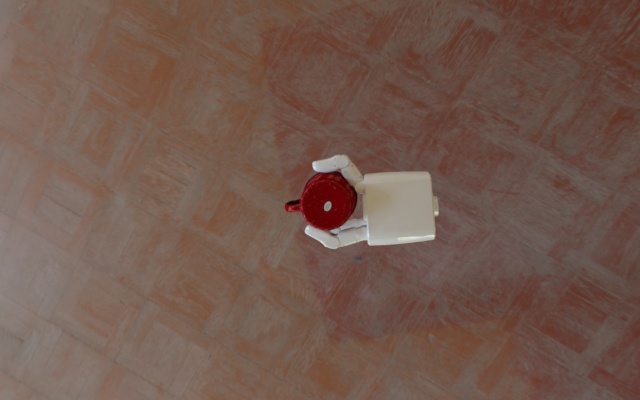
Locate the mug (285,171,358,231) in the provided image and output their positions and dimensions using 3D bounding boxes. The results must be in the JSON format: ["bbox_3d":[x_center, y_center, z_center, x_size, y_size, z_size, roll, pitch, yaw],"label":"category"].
[{"bbox_3d":[-0.001,0.003,0.762,0.117,0.093,0.081,-6,8,6],"label":"mug"}]
